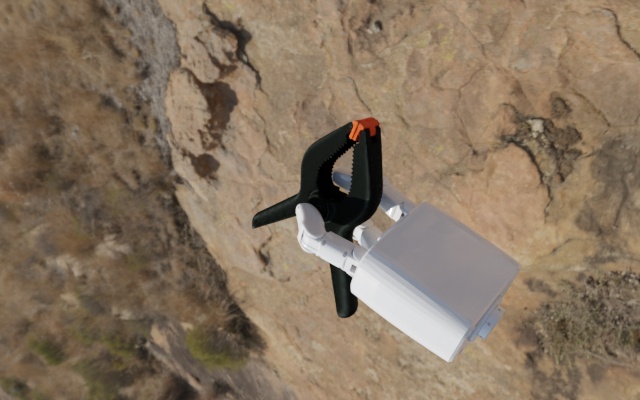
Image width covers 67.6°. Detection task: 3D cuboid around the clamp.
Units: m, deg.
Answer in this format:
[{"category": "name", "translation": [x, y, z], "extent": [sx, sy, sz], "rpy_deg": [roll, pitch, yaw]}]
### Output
[{"category": "clamp", "translation": [0.000, 0.002, 0.495], "extent": [0.164, 0.210, 0.036], "rpy_deg": [35, 36, 27]}]
